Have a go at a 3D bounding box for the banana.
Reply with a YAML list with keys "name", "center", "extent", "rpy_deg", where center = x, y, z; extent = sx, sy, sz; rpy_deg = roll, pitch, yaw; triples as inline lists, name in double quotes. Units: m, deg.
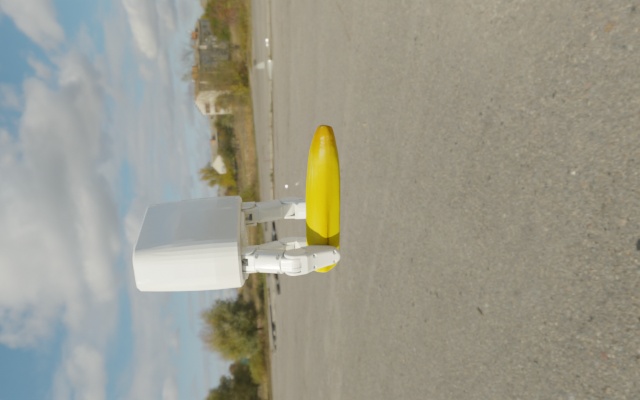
- name: "banana"
  center: [0.002, 0.017, 0.519]
  extent: [0.037, 0.198, 0.069]
  rpy_deg: [-3, 42, -3]
